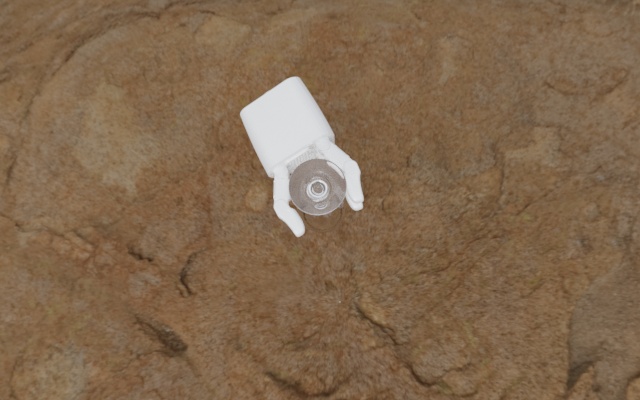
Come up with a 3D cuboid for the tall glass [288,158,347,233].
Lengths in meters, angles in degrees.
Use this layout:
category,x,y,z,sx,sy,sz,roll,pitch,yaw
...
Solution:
category,x,y,z,sx,sy,sz,roll,pitch,yaw
tall glass,0.000,0.002,0.700,0.079,0.079,0.201,0,-12,2
